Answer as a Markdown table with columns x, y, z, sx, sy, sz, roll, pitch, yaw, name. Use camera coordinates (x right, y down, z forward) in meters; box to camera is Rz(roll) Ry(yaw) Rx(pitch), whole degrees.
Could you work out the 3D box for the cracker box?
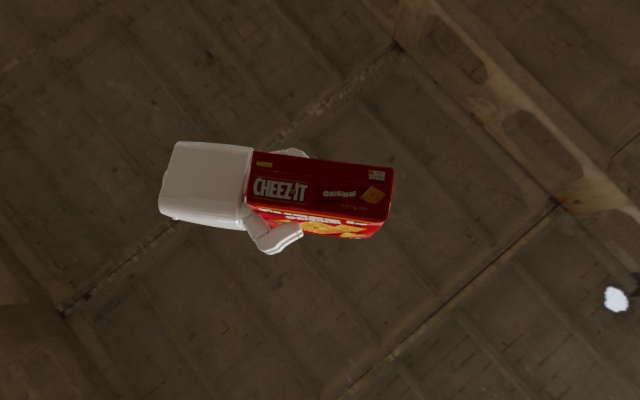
| x | y | z | sx | sy | sz | roll | pitch | yaw | name |
| --- | --- | --- | --- | --- | --- | --- | --- | --- | --- |
| 0.000 | 0.002 | 0.637 | 0.164 | 0.072 | 0.214 | 7 | -9 | 2 | cracker box |
